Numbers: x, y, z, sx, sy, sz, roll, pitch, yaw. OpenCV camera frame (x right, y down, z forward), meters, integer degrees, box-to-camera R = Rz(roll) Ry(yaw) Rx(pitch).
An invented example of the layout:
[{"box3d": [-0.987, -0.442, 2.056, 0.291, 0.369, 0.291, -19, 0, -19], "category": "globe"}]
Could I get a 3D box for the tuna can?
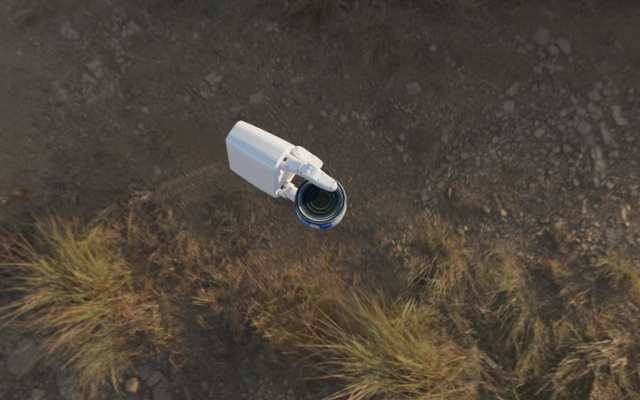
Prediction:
[{"box3d": [0.000, 0.002, 0.783, 0.086, 0.086, 0.034, 0, -17, 1], "category": "tuna can"}]
